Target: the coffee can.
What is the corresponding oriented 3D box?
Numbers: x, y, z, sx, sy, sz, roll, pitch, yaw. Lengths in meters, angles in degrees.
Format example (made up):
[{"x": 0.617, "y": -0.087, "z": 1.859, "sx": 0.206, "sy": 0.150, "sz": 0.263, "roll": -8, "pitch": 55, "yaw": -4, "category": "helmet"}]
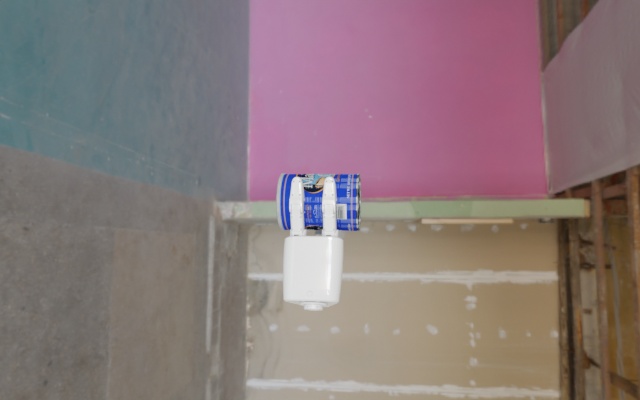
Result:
[{"x": 0.000, "y": 0.003, "z": 0.850, "sx": 0.140, "sy": 0.103, "sz": 0.103, "roll": 0, "pitch": 0, "yaw": 7, "category": "coffee can"}]
